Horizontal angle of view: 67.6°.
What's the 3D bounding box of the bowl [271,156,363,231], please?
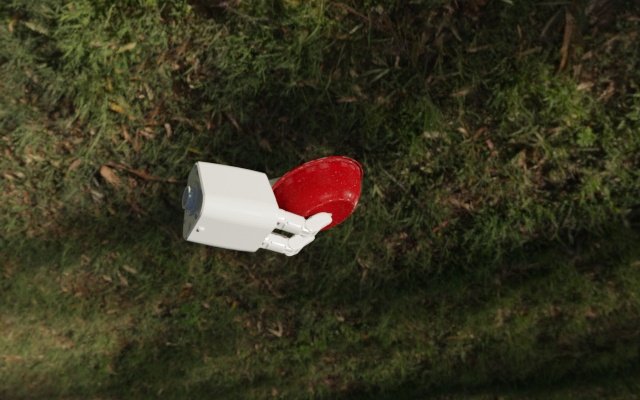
[{"bbox_3d":[0.001,0.003,0.743,0.162,0.055,0.162,-18,-28,-10],"label":"bowl"}]
